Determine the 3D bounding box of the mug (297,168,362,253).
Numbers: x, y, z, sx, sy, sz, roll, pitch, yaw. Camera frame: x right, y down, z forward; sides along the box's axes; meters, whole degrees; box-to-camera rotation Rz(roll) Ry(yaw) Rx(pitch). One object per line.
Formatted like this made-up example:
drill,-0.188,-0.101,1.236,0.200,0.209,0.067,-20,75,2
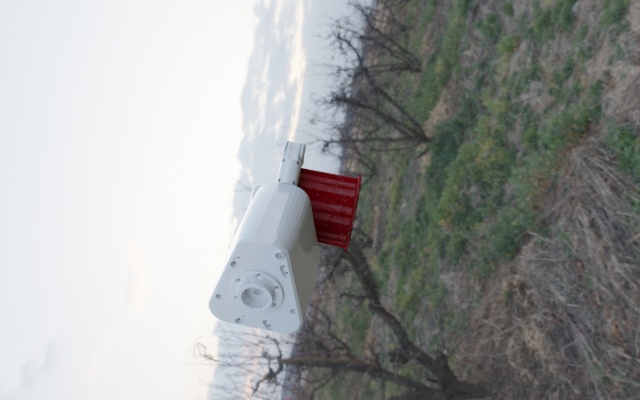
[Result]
mug,0.000,0.001,0.568,0.081,0.093,0.117,11,28,1
